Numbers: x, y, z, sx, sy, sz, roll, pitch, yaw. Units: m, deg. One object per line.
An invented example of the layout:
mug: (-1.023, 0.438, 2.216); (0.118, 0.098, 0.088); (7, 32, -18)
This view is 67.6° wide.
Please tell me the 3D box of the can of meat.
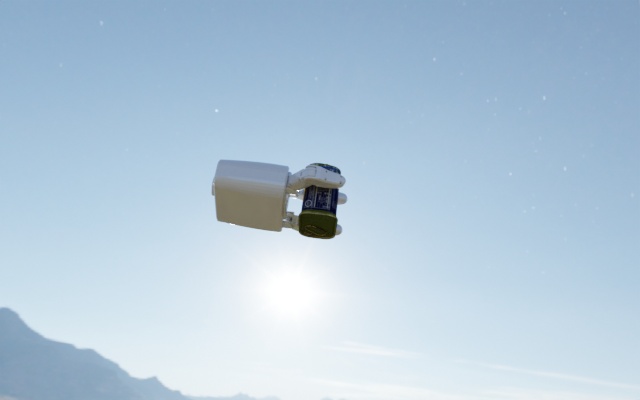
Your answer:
can of meat: (0.000, 0.002, 0.727); (0.057, 0.084, 0.102); (7, -24, 1)
